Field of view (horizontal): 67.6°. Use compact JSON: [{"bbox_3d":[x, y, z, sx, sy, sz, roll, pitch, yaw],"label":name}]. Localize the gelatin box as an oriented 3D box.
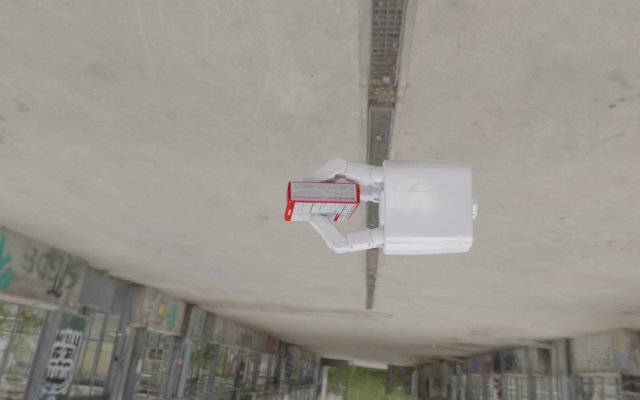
[{"bbox_3d":[0.000,0.002,0.607,0.089,0.030,0.073,0,-20,-8],"label":"gelatin box"}]
